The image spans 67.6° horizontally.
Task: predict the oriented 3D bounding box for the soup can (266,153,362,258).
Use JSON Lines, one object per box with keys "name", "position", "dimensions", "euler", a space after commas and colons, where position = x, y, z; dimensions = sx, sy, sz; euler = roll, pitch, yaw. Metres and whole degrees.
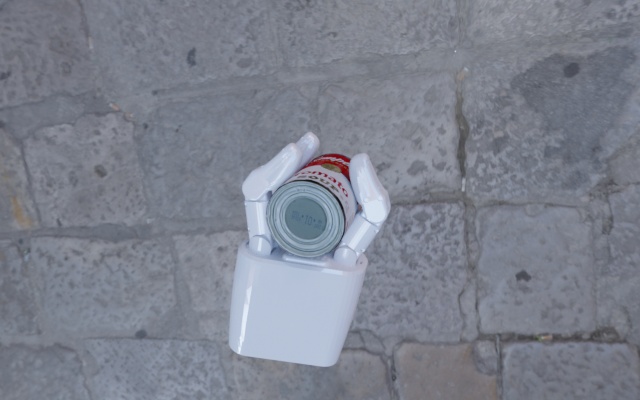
{"name": "soup can", "position": [0.000, 0.001, 0.421], "dimensions": [0.068, 0.068, 0.102], "euler": [0, 17, 16]}
